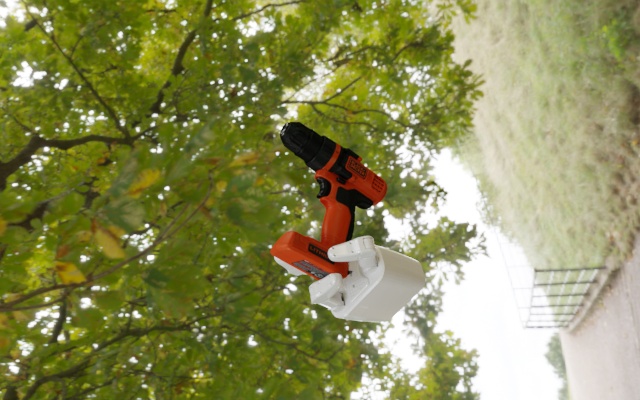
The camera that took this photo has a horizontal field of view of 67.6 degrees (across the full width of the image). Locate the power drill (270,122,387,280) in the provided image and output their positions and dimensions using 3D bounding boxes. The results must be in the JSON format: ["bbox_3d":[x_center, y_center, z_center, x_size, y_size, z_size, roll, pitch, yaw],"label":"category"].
[{"bbox_3d":[0.000,0.003,0.655,0.184,0.187,0.057,32,-29,-21],"label":"power drill"}]
